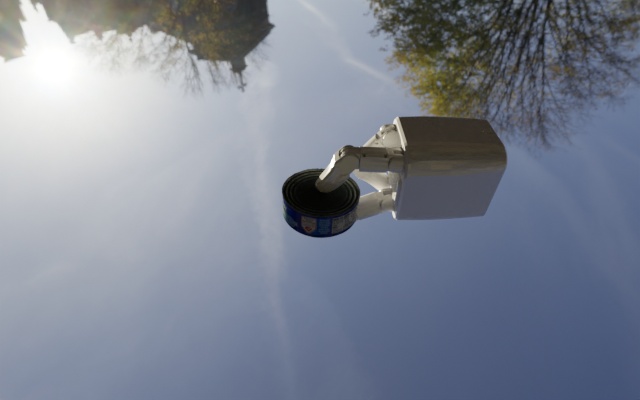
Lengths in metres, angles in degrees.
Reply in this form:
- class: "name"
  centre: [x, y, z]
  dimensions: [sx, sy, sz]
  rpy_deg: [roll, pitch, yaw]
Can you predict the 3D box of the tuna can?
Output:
- class: "tuna can"
  centre: [0.000, 0.002, 0.530]
  dimensions: [0.086, 0.034, 0.086]
  rpy_deg: [2, 38, -2]
